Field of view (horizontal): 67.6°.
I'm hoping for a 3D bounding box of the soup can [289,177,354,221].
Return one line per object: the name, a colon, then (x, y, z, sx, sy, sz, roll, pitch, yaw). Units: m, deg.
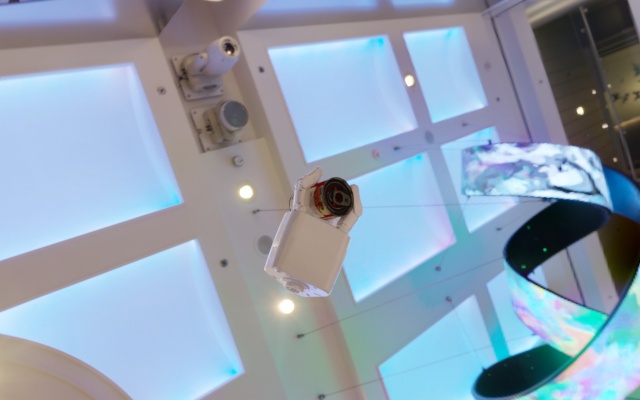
soup can: (0.000, 0.002, 0.833, 0.068, 0.068, 0.102, 0, -10, -38)
